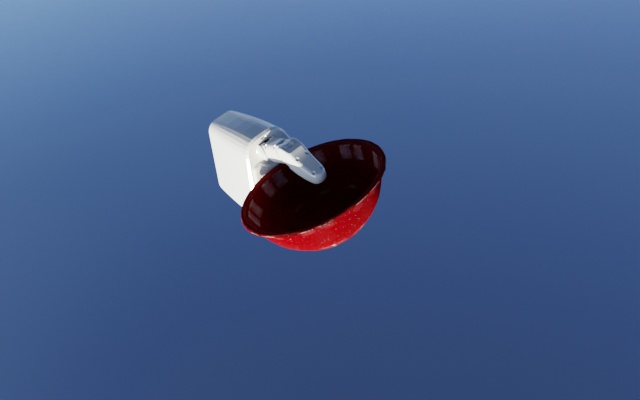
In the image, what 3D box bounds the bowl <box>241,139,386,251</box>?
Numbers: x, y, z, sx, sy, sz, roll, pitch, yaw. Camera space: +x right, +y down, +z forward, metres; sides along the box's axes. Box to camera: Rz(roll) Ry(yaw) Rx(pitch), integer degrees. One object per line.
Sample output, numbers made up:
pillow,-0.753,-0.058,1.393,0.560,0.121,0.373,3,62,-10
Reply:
bowl,0.001,0.002,0.502,0.162,0.055,0.162,-20,31,12
